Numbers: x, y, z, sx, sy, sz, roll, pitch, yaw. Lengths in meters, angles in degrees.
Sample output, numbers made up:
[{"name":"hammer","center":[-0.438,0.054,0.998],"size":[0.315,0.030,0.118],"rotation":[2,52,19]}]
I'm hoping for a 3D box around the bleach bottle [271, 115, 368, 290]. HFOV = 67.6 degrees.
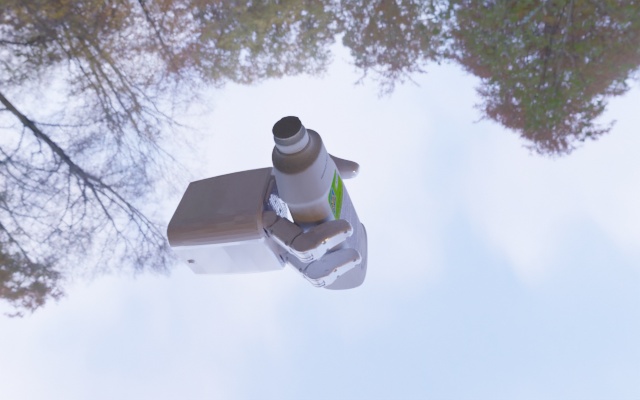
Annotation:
[{"name":"bleach bottle","center":[0.000,0.002,0.522],"size":[0.068,0.102,0.251],"rotation":[-6,-37,12]}]
